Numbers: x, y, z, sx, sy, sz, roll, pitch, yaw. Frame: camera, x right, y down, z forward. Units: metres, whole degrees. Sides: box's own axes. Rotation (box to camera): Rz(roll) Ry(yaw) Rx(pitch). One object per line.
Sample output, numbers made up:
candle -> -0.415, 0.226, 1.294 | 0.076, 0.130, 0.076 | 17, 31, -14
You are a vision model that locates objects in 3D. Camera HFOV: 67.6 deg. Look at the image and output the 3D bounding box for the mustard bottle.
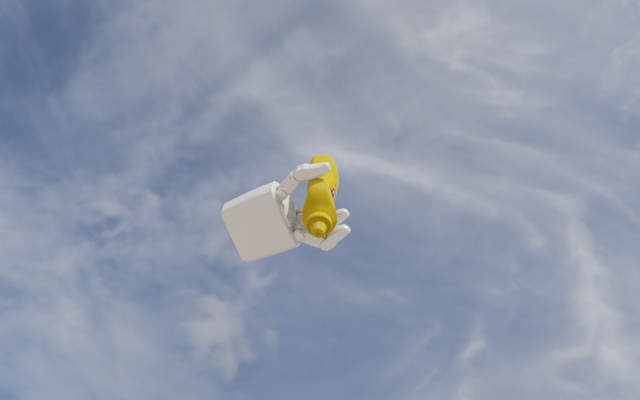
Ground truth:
mustard bottle -> 0.000, 0.002, 0.813 | 0.058, 0.096, 0.191 | 1, 30, 3
